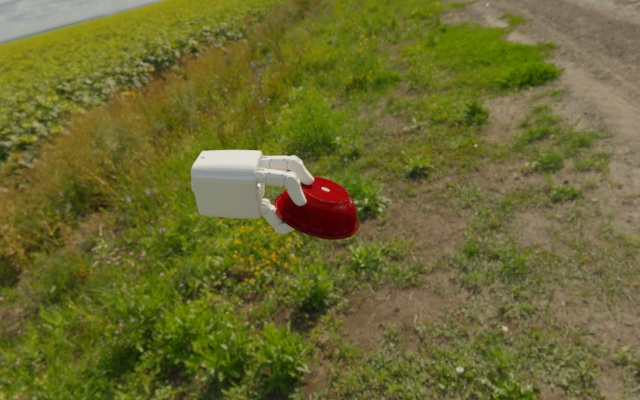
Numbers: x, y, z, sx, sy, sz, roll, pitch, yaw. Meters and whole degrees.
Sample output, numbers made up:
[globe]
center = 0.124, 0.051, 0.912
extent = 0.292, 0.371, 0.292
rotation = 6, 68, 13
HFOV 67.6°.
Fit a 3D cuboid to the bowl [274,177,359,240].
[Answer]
[bowl]
center = 0.002, 0.003, 0.861
extent = 0.162, 0.055, 0.162
rotation = 15, 27, -8
